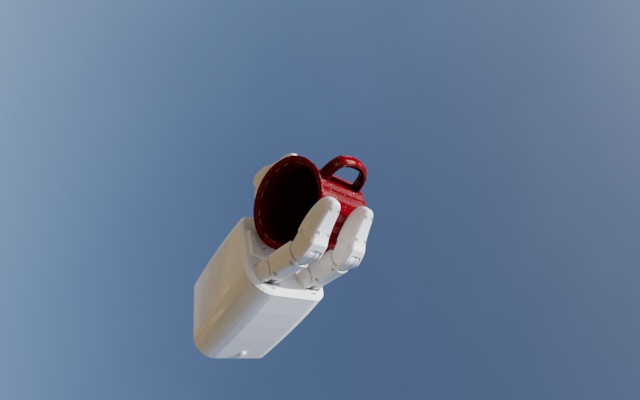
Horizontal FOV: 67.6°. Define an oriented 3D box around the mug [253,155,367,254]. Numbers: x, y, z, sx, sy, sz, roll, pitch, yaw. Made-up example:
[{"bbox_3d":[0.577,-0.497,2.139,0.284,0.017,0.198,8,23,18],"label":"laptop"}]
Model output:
[{"bbox_3d":[0.001,0.001,0.481,0.081,0.117,0.093,19,30,-46],"label":"mug"}]
